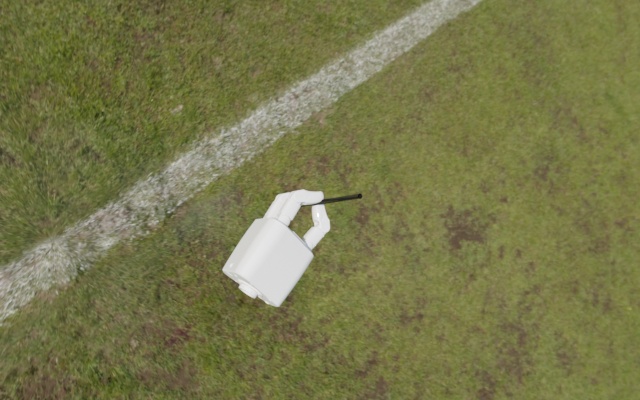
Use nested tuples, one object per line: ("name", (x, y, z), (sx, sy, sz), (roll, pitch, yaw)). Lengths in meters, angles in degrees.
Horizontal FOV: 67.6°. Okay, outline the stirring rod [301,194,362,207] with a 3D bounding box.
("stirring rod", (0.000, 0.003, 0.812), (0.011, 0.011, 0.239), (0, -4, -29))
